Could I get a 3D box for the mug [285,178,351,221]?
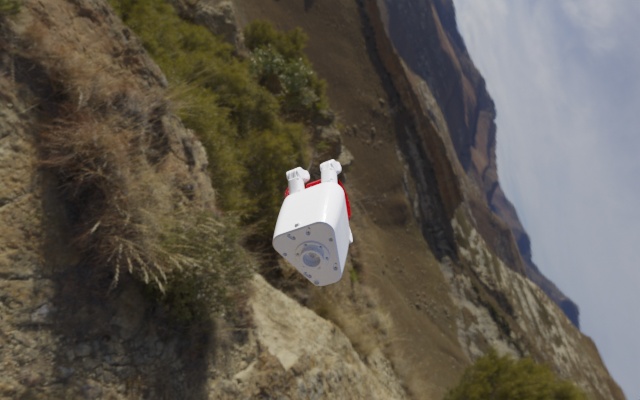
[{"bbox_3d":[0.001,0.002,0.801,0.081,0.093,0.117,-19,28,19],"label":"mug"}]
